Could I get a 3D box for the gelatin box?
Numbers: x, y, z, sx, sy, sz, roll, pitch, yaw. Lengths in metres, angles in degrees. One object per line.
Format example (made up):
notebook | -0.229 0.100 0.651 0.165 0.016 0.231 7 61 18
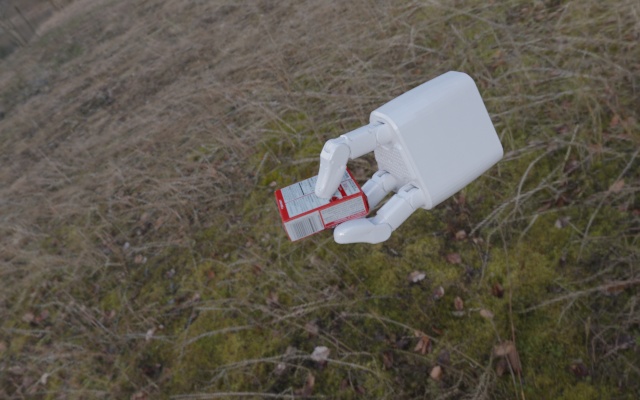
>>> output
gelatin box | 0.000 0.001 0.511 0.089 0.030 0.073 -20 30 -3
